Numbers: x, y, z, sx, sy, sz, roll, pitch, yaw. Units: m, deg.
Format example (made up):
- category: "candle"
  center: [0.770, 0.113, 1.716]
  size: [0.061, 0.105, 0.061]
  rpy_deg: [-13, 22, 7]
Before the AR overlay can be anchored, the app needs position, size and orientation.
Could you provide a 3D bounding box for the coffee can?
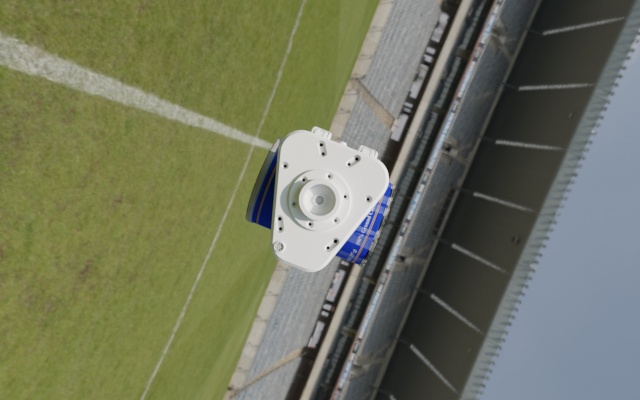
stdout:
- category: "coffee can"
  center: [0.000, 0.002, 0.543]
  size: [0.140, 0.103, 0.103]
  rpy_deg: [22, 0, 1]
